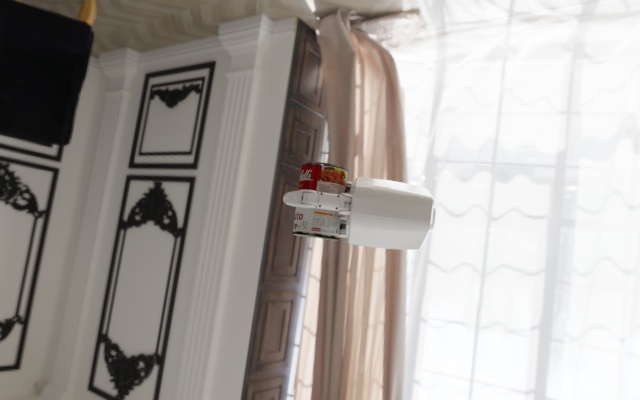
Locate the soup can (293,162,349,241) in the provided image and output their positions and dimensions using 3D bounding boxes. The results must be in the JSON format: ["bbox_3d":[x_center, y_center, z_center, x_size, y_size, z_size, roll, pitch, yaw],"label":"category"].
[{"bbox_3d":[0.000,0.002,0.679,0.068,0.102,0.068,8,-6,1],"label":"soup can"}]
